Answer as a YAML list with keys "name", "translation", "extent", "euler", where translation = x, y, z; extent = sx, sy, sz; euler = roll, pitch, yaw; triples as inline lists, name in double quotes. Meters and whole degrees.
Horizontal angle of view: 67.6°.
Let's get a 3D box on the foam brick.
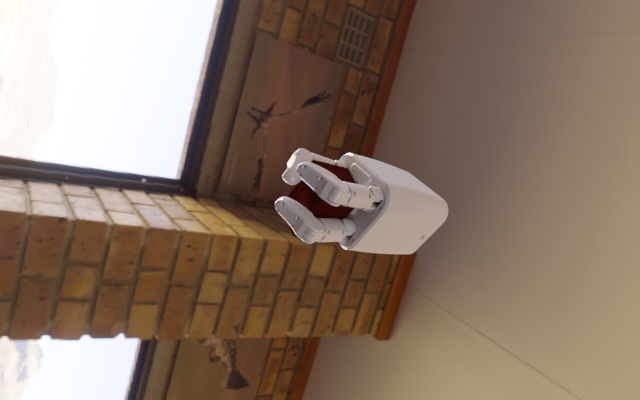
- name: "foam brick"
  translation: [0.000, 0.002, 0.553]
  extent: [0.051, 0.053, 0.078]
  euler: [11, -49, -35]
